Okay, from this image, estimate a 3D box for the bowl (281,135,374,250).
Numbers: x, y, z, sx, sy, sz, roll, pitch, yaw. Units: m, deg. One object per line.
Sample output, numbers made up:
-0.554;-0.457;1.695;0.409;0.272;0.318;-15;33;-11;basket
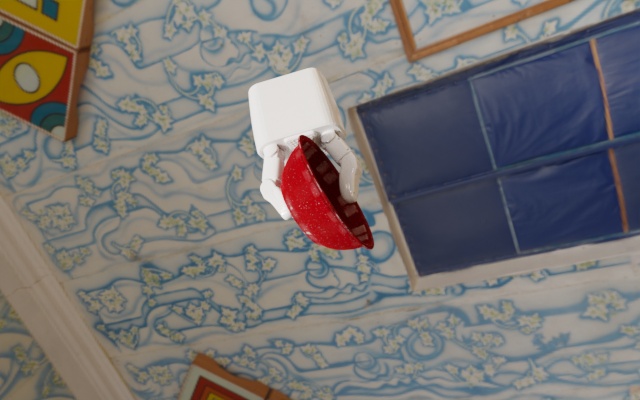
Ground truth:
0.000;0.003;0.580;0.055;0.162;0.162;-33;-8;12;bowl
